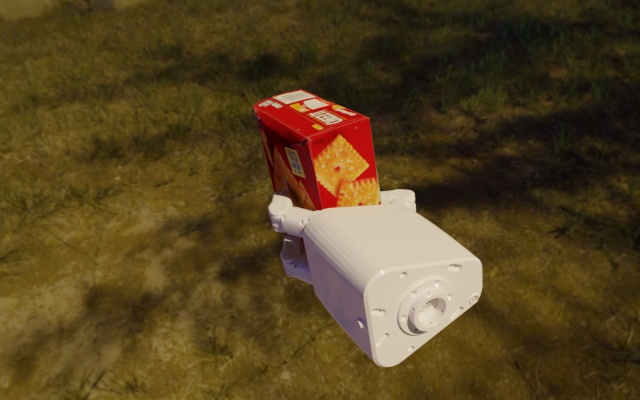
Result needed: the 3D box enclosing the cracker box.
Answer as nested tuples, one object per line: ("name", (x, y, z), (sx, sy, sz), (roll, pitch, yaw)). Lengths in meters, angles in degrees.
("cracker box", (0.000, 0.001, 0.521), (0.072, 0.214, 0.164), (-20, 28, -18))
